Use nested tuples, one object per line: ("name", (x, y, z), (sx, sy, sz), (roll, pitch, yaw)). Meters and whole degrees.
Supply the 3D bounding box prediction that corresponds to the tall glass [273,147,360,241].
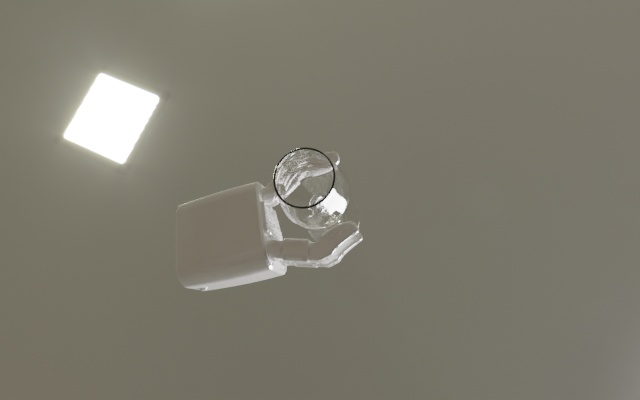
("tall glass", (0.000, 0.002, 0.556), (0.079, 0.079, 0.201), (0, -14, 9))
